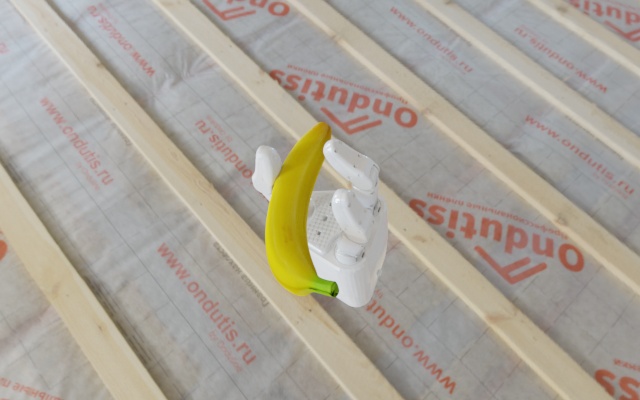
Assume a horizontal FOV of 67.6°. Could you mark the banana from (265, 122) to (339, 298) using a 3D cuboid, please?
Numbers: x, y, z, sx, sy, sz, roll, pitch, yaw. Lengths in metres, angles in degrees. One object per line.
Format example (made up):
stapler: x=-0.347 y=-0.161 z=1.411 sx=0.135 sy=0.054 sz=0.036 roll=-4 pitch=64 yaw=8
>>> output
banana: x=-0.017 y=0.009 z=0.431 sx=0.069 sy=0.197 sz=0.037 roll=-15 pitch=-41 yaw=15
